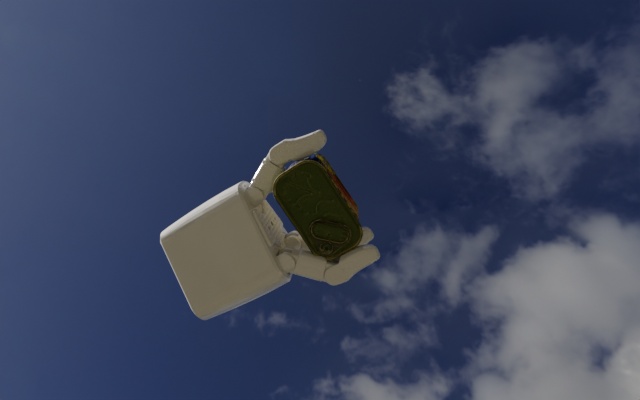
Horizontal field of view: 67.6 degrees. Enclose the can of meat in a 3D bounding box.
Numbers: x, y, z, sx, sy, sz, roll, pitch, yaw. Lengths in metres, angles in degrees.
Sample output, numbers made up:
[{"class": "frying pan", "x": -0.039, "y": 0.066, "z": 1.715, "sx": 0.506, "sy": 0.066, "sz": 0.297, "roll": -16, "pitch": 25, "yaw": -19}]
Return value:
[{"class": "can of meat", "x": 0.000, "y": 0.001, "z": 0.507, "sx": 0.057, "sy": 0.102, "sz": 0.084, "roll": -32, "pitch": 10, "yaw": 10}]
